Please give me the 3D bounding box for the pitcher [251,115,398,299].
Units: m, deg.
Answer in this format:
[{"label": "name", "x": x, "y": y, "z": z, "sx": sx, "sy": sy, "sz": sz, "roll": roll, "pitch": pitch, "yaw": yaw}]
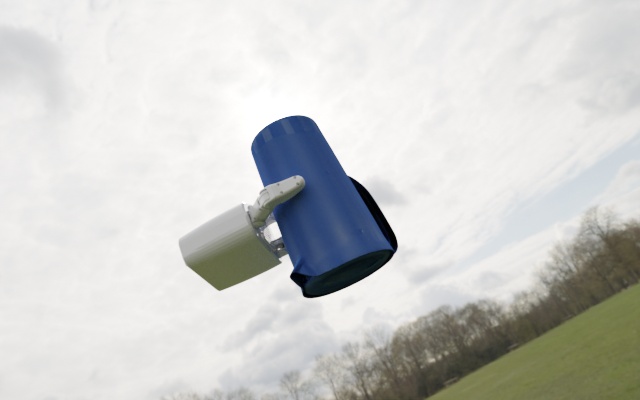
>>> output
[{"label": "pitcher", "x": 0.000, "y": 0.002, "z": 0.674, "sx": 0.145, "sy": 0.242, "sz": 0.149, "roll": -28, "pitch": -23, "yaw": 5}]
